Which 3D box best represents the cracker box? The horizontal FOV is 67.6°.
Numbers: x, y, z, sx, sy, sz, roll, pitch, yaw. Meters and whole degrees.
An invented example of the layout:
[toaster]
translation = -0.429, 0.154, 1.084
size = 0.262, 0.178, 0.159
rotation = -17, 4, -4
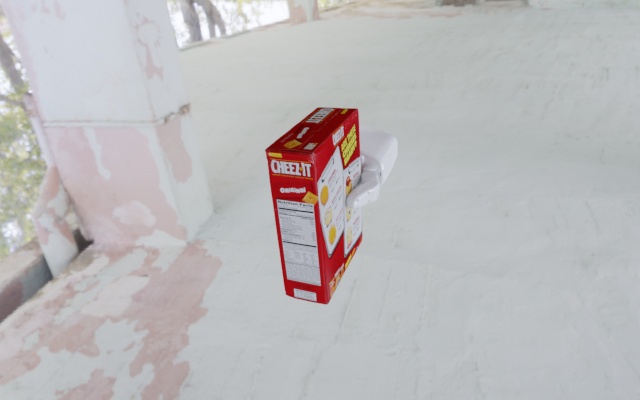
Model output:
[cracker box]
translation = 0.000, 0.002, 0.640
size = 0.072, 0.214, 0.164
rotation = 6, 30, 21
